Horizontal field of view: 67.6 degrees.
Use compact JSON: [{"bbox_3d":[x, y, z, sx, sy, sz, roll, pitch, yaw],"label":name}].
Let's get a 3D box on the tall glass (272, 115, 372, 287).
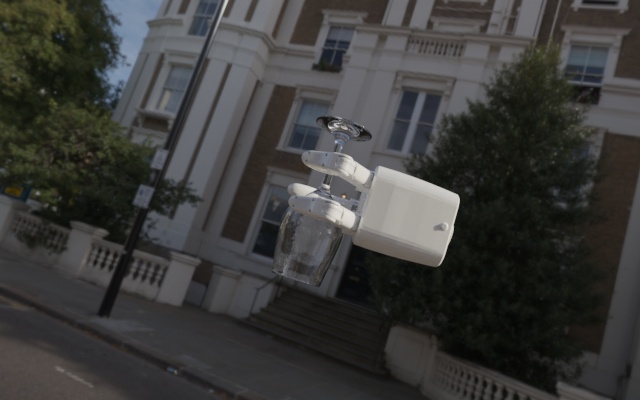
[{"bbox_3d":[0.000,0.001,0.591,0.079,0.201,0.079,18,-9,3],"label":"tall glass"}]
